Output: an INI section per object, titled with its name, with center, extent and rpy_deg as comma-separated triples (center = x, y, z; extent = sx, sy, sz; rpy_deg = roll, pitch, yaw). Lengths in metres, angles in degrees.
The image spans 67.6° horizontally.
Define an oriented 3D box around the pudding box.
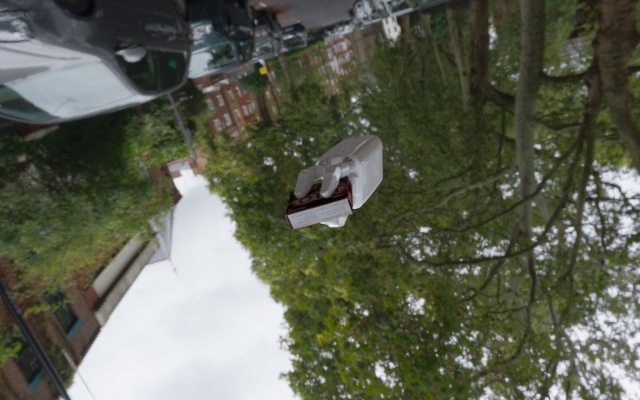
[pudding box]
center = 0.000, 0.003, 0.830
extent = 0.113, 0.039, 0.090
rpy_deg = -18, 24, 11
